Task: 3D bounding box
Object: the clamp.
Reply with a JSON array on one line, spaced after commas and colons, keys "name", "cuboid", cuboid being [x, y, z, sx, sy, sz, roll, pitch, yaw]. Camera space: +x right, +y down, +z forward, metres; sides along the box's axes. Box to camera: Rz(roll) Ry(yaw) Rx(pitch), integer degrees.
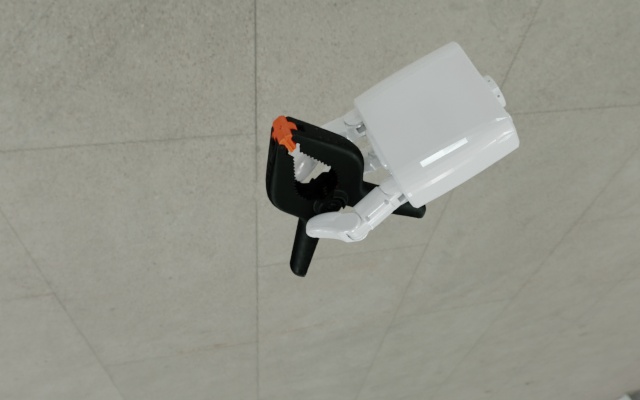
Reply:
[{"name": "clamp", "cuboid": [0.000, 0.002, 0.466, 0.164, 0.036, 0.210, -33, -41, 12]}]
